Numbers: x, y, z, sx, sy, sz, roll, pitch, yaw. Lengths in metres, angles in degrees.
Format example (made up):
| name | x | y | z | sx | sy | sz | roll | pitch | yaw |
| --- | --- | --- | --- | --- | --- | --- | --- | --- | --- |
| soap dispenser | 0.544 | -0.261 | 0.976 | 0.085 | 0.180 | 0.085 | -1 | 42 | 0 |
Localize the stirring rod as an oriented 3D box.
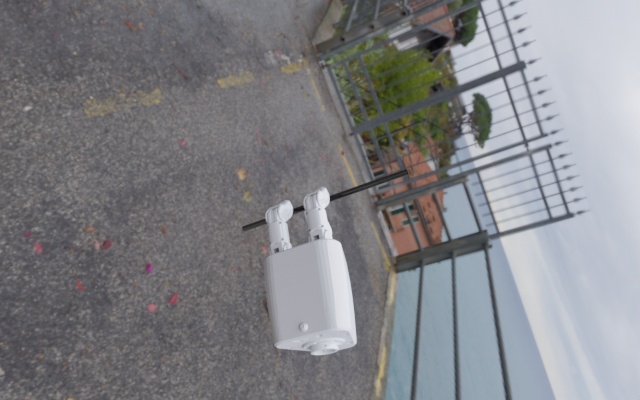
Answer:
| name | x | y | z | sx | sy | sz | roll | pitch | yaw |
| --- | --- | --- | --- | --- | --- | --- | --- | --- | --- |
| stirring rod | 0.000 | 0.002 | 0.631 | 0.239 | 0.011 | 0.011 | -19 | -6 | 19 |
